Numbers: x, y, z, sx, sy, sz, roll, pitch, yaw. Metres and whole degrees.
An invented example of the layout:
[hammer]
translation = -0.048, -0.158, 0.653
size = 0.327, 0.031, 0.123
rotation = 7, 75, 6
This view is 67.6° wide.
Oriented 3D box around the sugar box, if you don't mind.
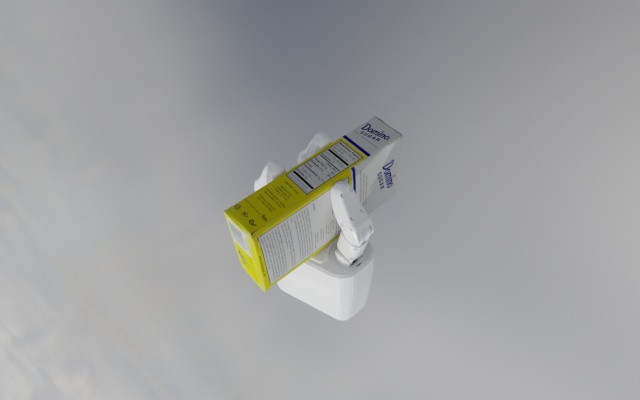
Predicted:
[sugar box]
translation = 0.000, 0.001, 0.456
size = 0.176, 0.093, 0.048
rotation = -36, 58, -24
